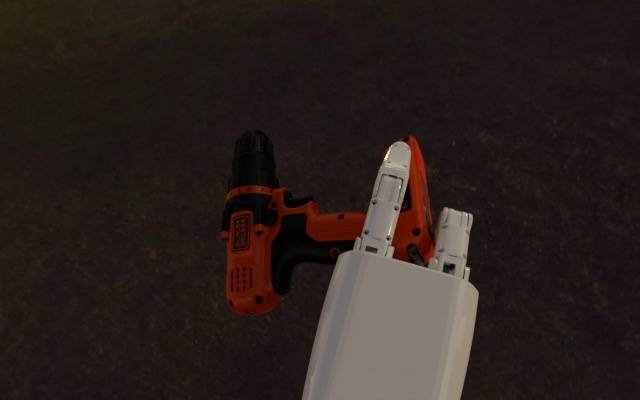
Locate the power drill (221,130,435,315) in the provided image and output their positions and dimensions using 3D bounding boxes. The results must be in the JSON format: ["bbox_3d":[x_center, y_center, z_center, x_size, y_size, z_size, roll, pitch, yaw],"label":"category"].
[{"bbox_3d":[0.000,0.002,0.429,0.187,0.184,0.057,-12,-25,19],"label":"power drill"}]
